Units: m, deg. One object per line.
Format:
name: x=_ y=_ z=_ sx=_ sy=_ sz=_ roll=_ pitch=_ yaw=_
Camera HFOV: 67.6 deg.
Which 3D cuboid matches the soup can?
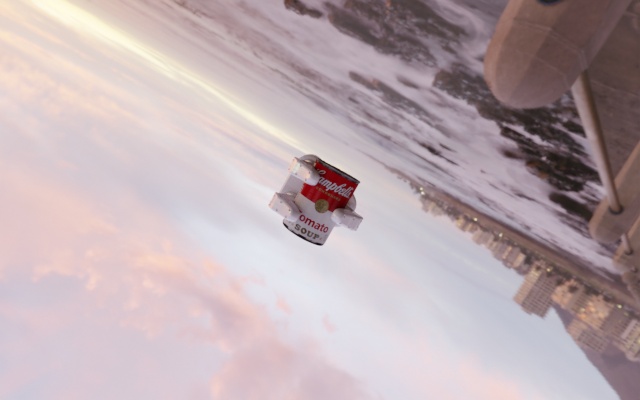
soup can: x=0.000 y=0.003 z=0.652 sx=0.068 sy=0.102 sz=0.068 roll=29 pitch=7 yaw=-4
